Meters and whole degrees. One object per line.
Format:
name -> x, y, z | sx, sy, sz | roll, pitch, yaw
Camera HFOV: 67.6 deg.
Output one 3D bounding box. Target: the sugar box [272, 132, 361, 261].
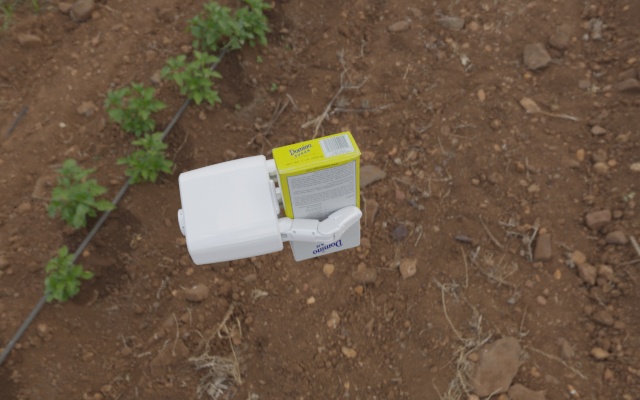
sugar box -> 0.000, 0.001, 0.586 | 0.093, 0.048, 0.176 | -13, -37, -7
